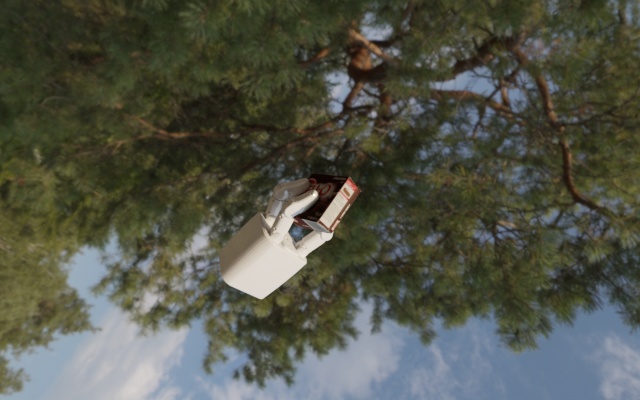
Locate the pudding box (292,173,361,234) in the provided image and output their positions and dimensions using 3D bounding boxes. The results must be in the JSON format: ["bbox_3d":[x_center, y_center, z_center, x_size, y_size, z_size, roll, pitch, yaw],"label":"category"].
[{"bbox_3d":[0.000,0.003,0.772,0.039,0.090,0.113,44,-18,-31],"label":"pudding box"}]
